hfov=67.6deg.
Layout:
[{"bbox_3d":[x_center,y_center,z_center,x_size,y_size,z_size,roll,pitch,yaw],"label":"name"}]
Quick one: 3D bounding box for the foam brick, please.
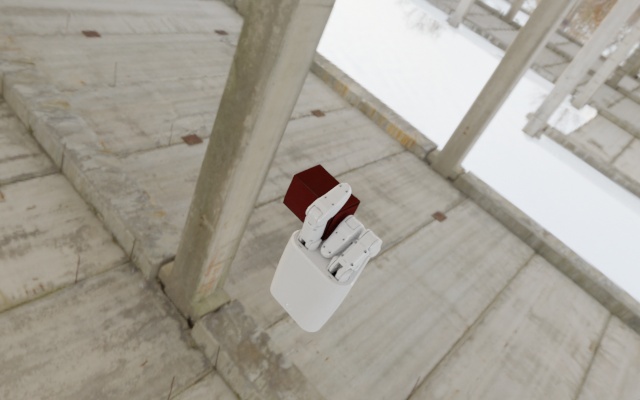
[{"bbox_3d":[0.000,0.002,0.609,0.078,0.051,0.053,44,42,21],"label":"foam brick"}]
